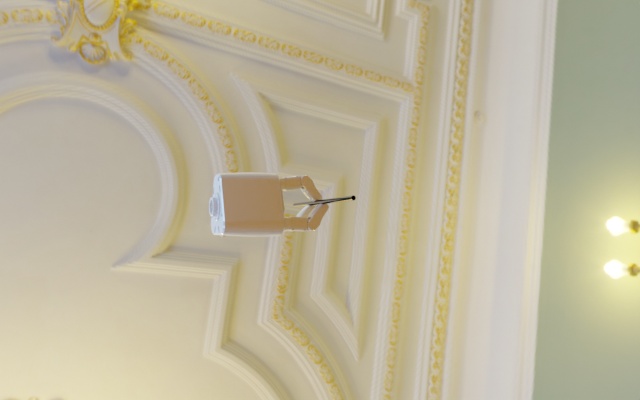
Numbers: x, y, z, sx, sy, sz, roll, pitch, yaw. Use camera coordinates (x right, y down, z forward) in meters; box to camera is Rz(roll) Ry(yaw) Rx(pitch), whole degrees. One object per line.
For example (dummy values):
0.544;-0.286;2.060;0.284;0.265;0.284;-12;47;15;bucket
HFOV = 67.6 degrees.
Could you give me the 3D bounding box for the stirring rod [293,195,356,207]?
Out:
0.000;0.003;0.859;0.011;0.011;0.239;0;-3;-26;stirring rod
